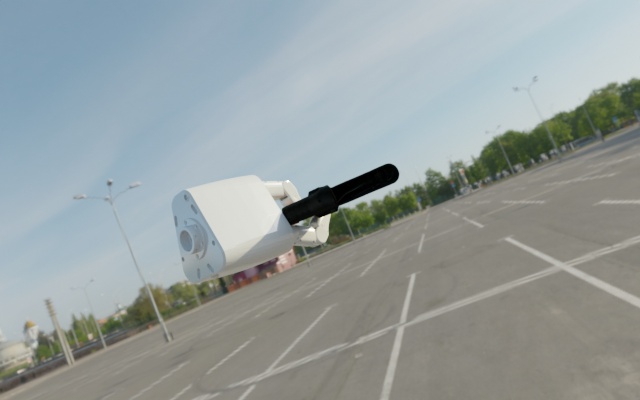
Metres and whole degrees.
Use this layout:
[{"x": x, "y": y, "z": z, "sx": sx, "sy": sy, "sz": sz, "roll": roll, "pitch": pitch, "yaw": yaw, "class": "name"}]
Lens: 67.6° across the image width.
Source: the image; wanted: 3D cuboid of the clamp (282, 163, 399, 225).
[{"x": 0.000, "y": 0.001, "z": 0.574, "sx": 0.171, "sy": 0.039, "sz": 0.120, "roll": -27, "pitch": -10, "yaw": 42, "class": "clamp"}]
